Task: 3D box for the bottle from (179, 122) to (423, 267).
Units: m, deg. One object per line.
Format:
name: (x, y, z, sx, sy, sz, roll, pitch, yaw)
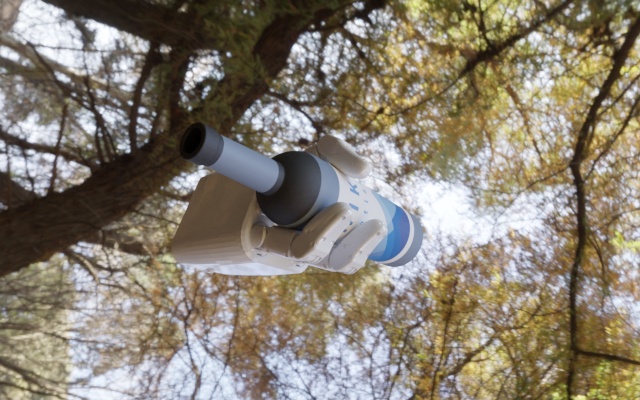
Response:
bottle: (0.000, 0.001, 0.431, 0.069, 0.069, 0.296, 0, -16, 38)
